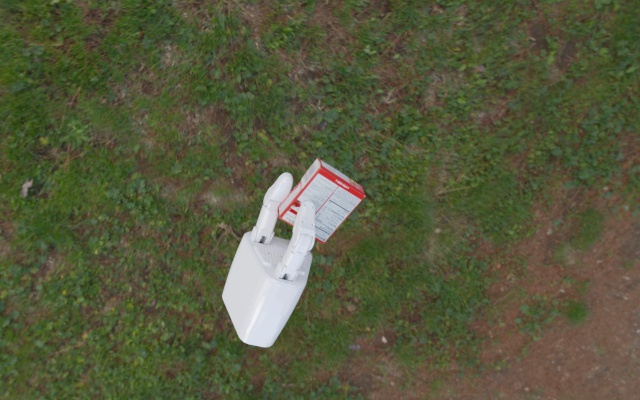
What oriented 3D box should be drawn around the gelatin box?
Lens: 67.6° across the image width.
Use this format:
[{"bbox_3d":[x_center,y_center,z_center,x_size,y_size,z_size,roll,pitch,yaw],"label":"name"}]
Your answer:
[{"bbox_3d":[0.000,0.002,0.600,0.073,0.089,0.030,31,22,-24],"label":"gelatin box"}]
